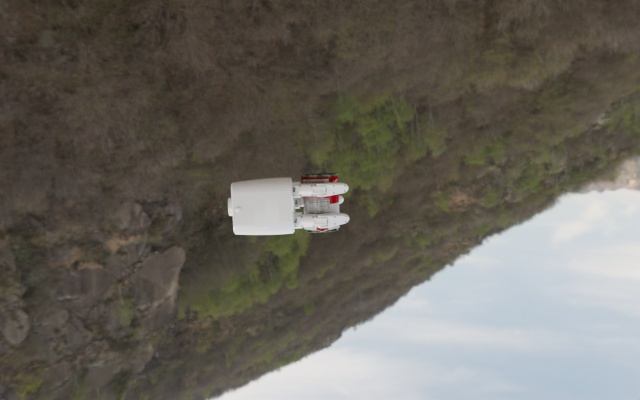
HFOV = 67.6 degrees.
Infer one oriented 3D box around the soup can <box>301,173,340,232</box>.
[{"bbox_3d":[0.001,0.003,0.870,0.068,0.102,0.068,-2,6,0],"label":"soup can"}]
